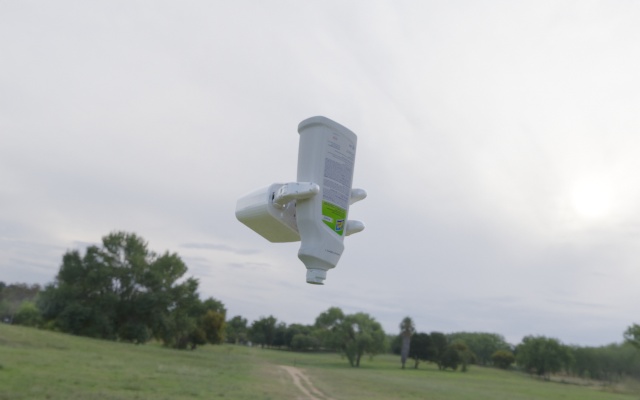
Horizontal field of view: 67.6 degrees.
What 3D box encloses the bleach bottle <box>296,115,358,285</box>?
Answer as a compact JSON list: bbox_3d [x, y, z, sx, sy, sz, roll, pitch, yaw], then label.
[{"bbox_3d":[0.000,0.002,0.743,0.102,0.250,0.068,21,-22,-38],"label":"bleach bottle"}]
